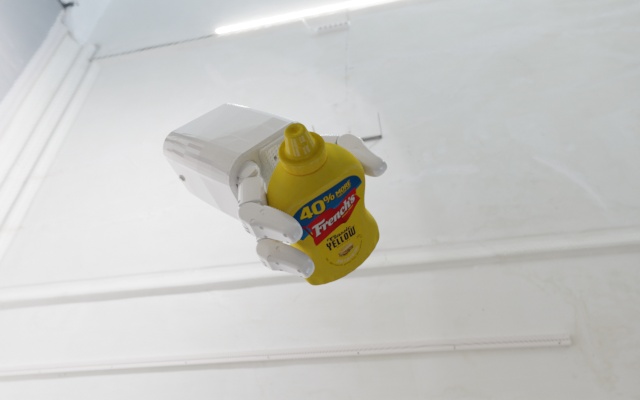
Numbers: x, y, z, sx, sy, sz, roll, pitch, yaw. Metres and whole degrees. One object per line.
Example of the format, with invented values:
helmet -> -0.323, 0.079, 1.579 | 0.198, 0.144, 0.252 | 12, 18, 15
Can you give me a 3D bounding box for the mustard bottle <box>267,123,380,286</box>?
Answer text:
mustard bottle -> 0.000, 0.002, 0.454 | 0.096, 0.192, 0.058 | -32, 50, -10
